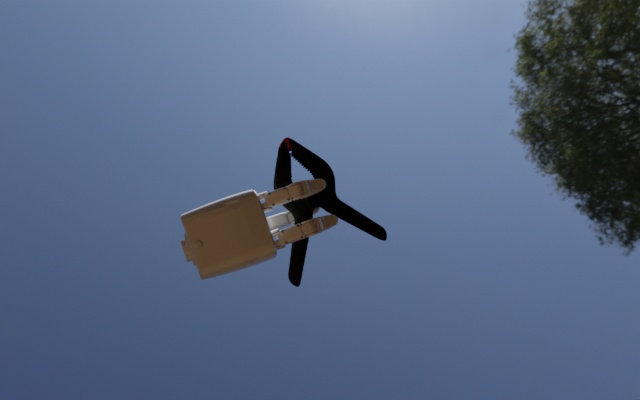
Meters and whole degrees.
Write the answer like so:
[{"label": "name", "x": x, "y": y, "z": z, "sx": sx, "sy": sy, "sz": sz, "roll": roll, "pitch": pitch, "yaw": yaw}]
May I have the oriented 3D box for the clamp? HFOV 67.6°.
[{"label": "clamp", "x": -0.001, "y": 0.002, "z": 0.710, "sx": 0.164, "sy": 0.210, "sz": 0.036, "roll": -18, "pitch": -3, "yaw": -19}]
